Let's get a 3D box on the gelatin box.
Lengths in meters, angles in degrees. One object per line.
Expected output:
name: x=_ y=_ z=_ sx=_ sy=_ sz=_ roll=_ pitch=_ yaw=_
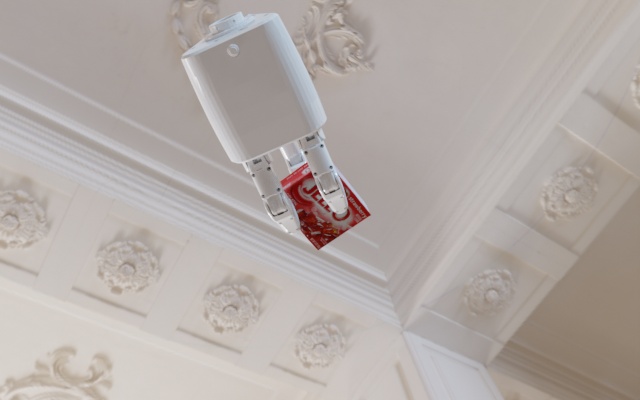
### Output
gelatin box: x=0.000 y=0.002 z=0.518 sx=0.073 sy=0.089 sz=0.030 roll=-35 pitch=31 yaw=10
